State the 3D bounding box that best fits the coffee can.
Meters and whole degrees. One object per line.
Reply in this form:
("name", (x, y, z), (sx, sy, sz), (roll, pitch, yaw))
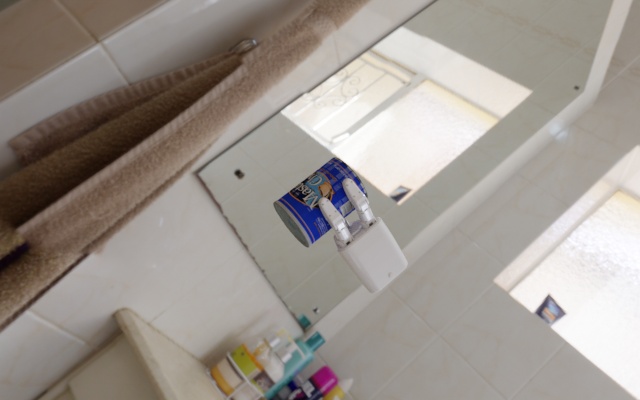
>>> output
("coffee can", (0.000, 0.003, 0.869), (0.140, 0.103, 0.103), (-38, 10, -14))
